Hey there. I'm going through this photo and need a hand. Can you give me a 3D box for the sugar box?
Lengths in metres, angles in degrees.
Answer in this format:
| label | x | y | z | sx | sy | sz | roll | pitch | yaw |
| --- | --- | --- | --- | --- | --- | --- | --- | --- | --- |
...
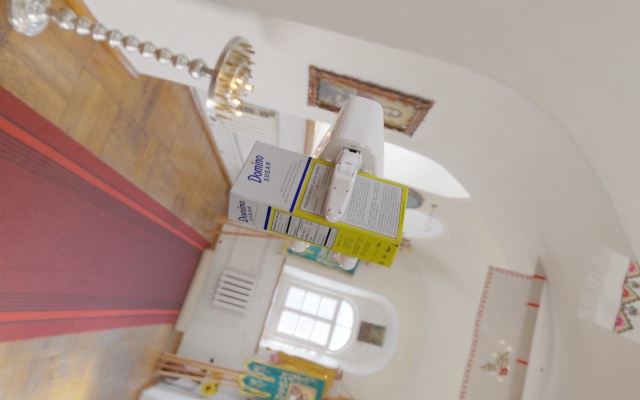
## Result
| label | x | y | z | sx | sy | sz | roll | pitch | yaw |
| --- | --- | --- | --- | --- | --- | --- | --- | --- | --- |
| sugar box | 0.000 | 0.002 | 0.505 | 0.176 | 0.048 | 0.093 | 16 | 43 | 2 |
